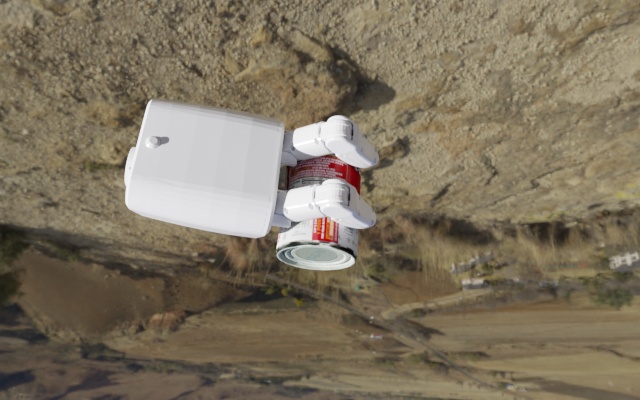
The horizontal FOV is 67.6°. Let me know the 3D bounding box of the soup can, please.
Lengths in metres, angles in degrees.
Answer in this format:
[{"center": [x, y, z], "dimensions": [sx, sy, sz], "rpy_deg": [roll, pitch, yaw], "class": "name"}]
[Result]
[{"center": [0.000, 0.002, 0.408], "dimensions": [0.068, 0.102, 0.068], "rpy_deg": [4, -24, 2], "class": "soup can"}]
